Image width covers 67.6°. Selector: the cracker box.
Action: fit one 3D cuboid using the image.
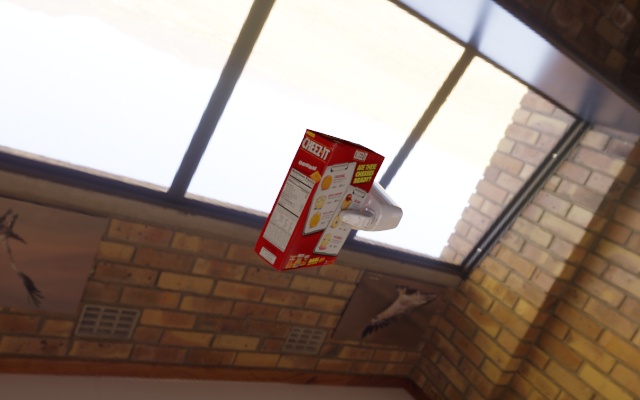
[{"bbox_3d":[0.000,0.003,0.774,0.072,0.214,0.164,31,14,30],"label":"cracker box"}]
